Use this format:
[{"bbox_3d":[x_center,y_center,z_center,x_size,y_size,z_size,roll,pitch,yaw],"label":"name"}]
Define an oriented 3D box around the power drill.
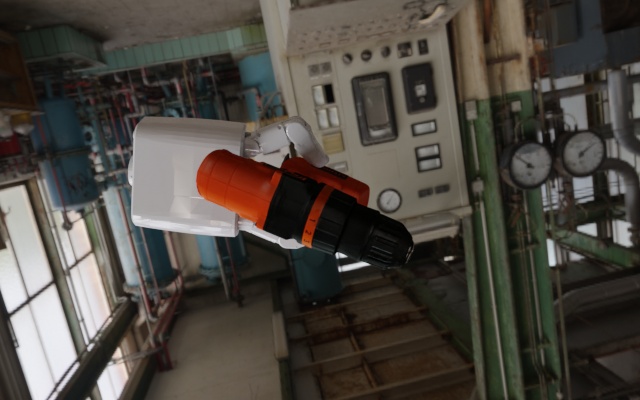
[{"bbox_3d":[0.000,0.001,0.450,0.184,0.057,0.187,23,7,9],"label":"power drill"}]
